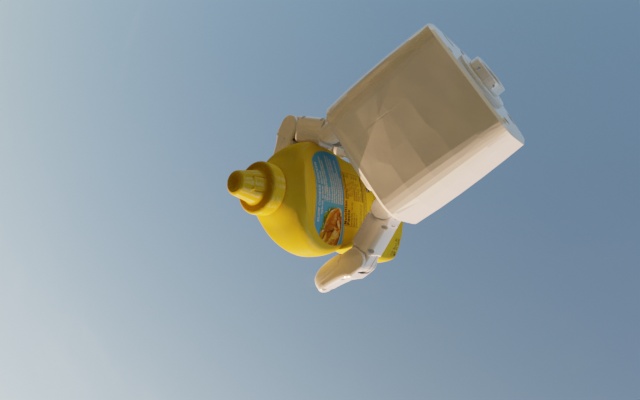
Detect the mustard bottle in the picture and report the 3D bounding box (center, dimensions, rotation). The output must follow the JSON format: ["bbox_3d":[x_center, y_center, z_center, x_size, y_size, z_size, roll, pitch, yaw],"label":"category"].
[{"bbox_3d":[0.000,0.002,0.414,0.058,0.096,0.192,-12,-16,38],"label":"mustard bottle"}]
